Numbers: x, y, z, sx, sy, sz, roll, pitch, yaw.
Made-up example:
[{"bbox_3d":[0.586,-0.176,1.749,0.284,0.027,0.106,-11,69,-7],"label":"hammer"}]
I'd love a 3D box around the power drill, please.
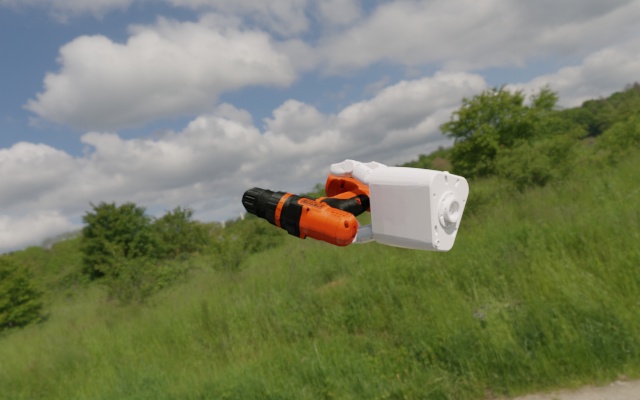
[{"bbox_3d":[0.001,0.002,0.727,0.184,0.057,0.187,19,26,26],"label":"power drill"}]
